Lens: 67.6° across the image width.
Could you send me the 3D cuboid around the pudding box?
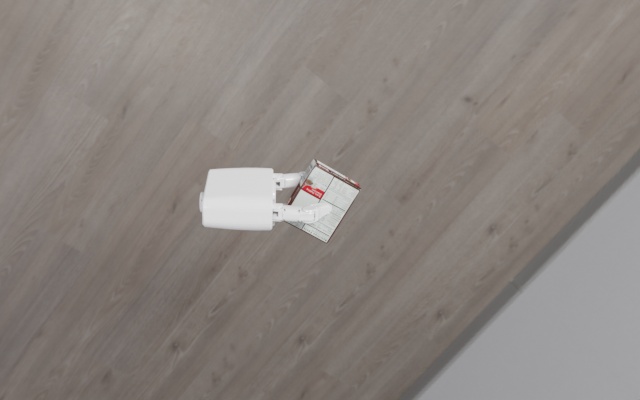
[{"bbox_3d":[0.000,0.003,0.787,0.090,0.113,0.039,29,16,-13],"label":"pudding box"}]
